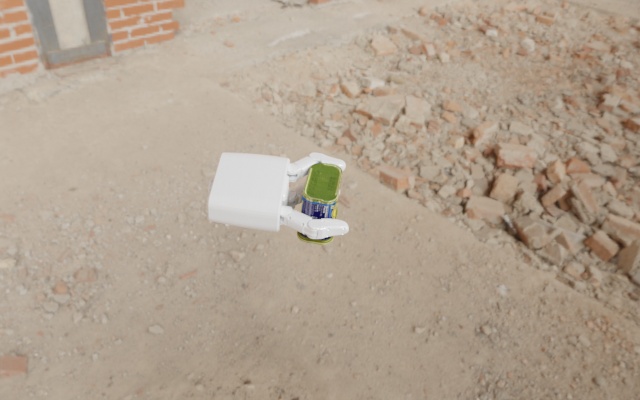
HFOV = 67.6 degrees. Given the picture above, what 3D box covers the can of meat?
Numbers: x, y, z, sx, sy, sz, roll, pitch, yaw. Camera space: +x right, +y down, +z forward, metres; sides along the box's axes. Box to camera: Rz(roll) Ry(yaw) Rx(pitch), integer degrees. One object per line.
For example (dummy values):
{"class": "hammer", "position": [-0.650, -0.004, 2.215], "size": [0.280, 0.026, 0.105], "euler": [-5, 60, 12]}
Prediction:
{"class": "can of meat", "position": [0.000, 0.002, 0.733], "size": [0.057, 0.084, 0.102], "euler": [9, 39, 3]}
